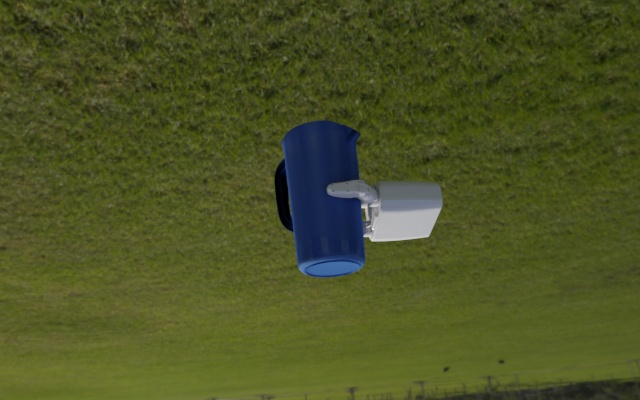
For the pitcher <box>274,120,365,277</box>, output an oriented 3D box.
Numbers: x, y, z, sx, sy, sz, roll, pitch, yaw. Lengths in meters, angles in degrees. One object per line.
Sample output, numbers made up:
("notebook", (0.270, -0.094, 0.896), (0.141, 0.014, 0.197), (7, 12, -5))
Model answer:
("pitcher", (0.000, 0.003, 0.807), (0.145, 0.242, 0.149), (-1, -24, -8))
